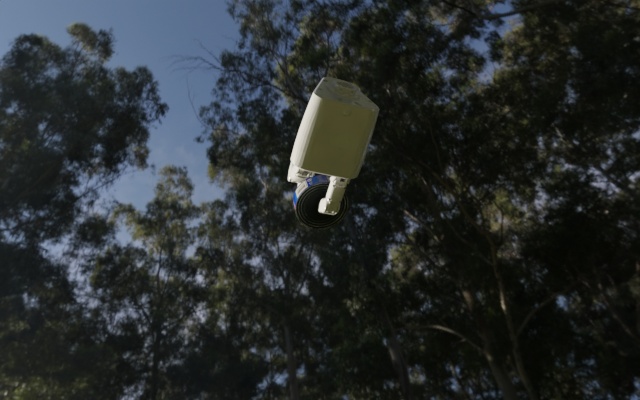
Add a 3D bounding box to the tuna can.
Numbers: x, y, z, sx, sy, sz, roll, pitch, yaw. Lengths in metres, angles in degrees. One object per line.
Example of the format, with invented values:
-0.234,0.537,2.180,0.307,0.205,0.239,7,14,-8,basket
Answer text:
0.000,0.002,0.762,0.086,0.086,0.033,0,30,-12,tuna can
